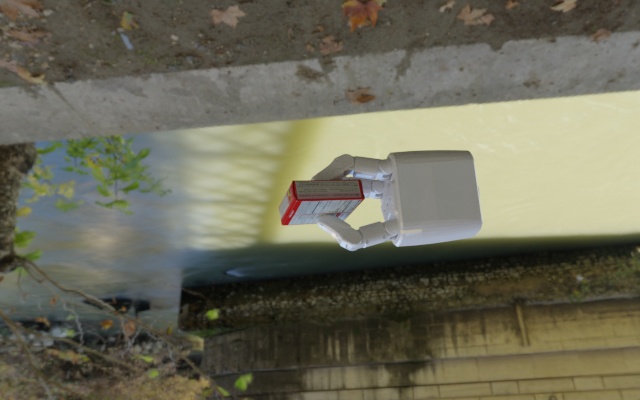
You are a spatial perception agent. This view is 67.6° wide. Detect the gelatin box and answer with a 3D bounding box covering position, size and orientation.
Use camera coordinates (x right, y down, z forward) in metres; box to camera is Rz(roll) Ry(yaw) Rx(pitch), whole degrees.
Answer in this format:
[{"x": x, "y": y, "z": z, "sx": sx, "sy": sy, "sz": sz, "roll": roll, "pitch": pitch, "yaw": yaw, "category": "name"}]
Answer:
[{"x": 0.000, "y": 0.002, "z": 0.588, "sx": 0.089, "sy": 0.030, "sz": 0.073, "roll": -3, "pitch": -24, "yaw": -20, "category": "gelatin box"}]
